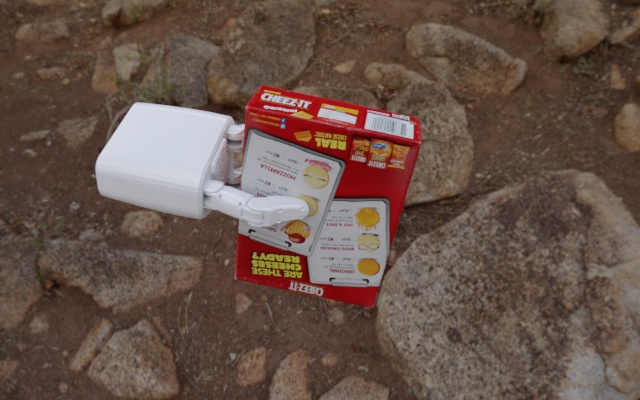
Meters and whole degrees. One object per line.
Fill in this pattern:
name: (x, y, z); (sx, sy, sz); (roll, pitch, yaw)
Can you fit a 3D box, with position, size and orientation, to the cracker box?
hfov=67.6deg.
cracker box: (0.000, 0.002, 0.508); (0.164, 0.214, 0.072); (12, 34, 3)
